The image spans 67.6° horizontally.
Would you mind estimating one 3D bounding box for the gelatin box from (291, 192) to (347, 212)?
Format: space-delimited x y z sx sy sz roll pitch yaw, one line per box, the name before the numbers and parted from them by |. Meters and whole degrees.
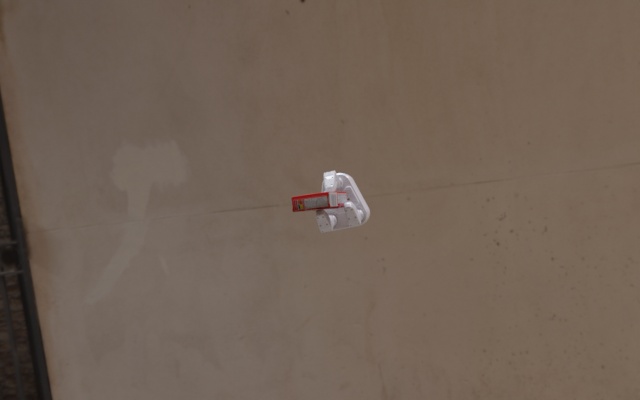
gelatin box | 0.000 0.002 0.858 0.073 0.030 0.089 -7 -2 24
